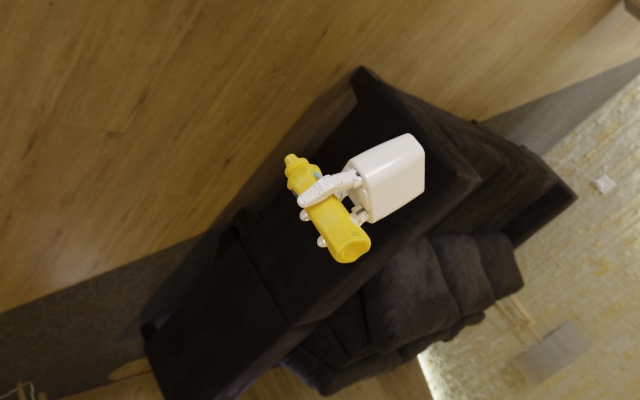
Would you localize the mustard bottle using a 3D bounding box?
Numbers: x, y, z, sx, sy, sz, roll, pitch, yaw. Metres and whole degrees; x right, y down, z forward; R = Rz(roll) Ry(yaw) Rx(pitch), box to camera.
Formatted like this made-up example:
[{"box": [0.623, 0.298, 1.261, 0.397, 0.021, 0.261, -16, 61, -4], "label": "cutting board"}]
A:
[{"box": [0.000, 0.003, 0.730, 0.058, 0.191, 0.096, -38, -24, 8], "label": "mustard bottle"}]
